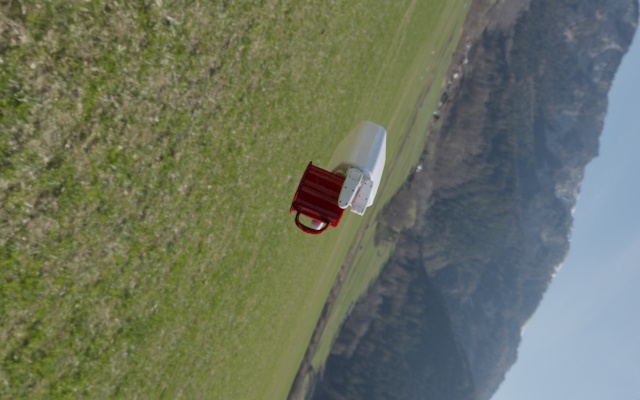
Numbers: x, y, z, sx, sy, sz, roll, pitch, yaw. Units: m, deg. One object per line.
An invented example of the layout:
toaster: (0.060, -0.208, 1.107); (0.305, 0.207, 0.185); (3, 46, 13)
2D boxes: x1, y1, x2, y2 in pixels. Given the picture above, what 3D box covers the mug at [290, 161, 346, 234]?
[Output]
mug: (0.000, 0.004, 0.774); (0.081, 0.117, 0.093); (22, -31, 1)
